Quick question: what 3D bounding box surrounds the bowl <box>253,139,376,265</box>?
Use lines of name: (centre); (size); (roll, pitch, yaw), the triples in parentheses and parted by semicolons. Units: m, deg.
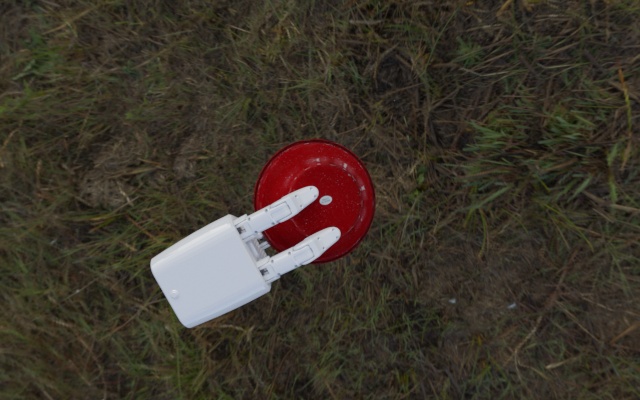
bowl: (0.001, 0.001, 0.590); (0.162, 0.162, 0.055); (0, 1, -13)
